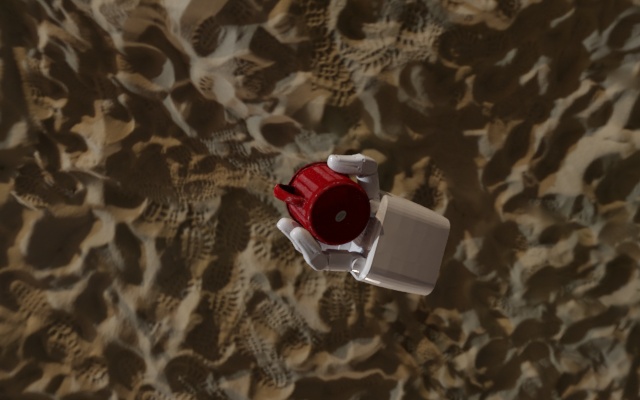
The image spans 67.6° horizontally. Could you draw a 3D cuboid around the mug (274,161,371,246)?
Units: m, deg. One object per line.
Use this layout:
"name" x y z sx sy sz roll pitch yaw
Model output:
"mug" -0.001 0.002 0.582 0.117 0.093 0.081 17 10 -22
